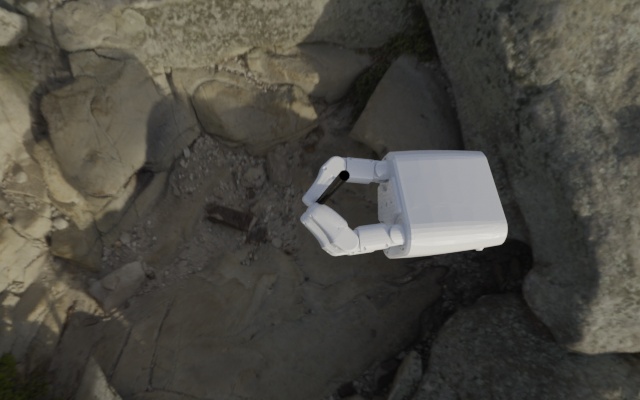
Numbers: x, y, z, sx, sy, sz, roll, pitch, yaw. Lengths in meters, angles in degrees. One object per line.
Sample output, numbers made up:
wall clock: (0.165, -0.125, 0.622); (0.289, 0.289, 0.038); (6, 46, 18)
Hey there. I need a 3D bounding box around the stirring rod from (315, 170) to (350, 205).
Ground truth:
stirring rod: (0.000, 0.002, 0.466); (0.011, 0.011, 0.239); (0, -10, -8)
